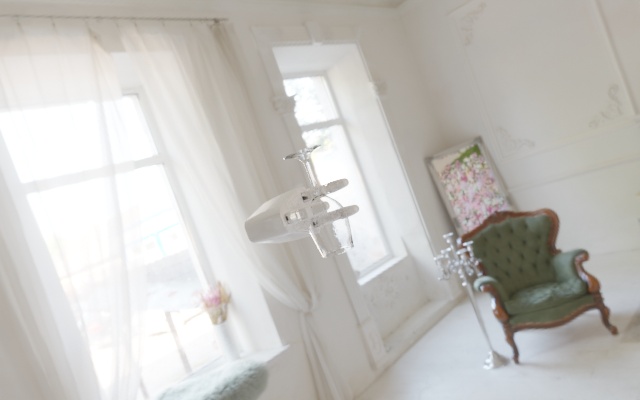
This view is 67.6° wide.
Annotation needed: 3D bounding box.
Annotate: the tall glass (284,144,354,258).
[{"bbox_3d":[0.000,0.002,0.888,0.079,0.201,0.079,-20,1,0],"label":"tall glass"}]
